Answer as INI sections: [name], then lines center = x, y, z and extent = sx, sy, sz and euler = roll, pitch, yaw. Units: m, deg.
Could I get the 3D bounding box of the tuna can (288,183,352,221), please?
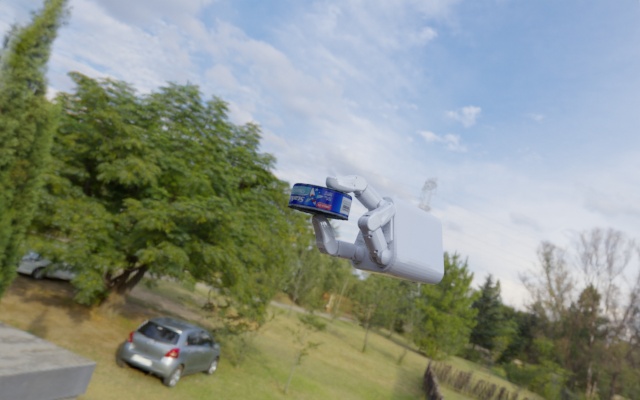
[tuna can]
center = 0.000, 0.002, 0.657
extent = 0.086, 0.033, 0.086
euler = 13, -6, 1
